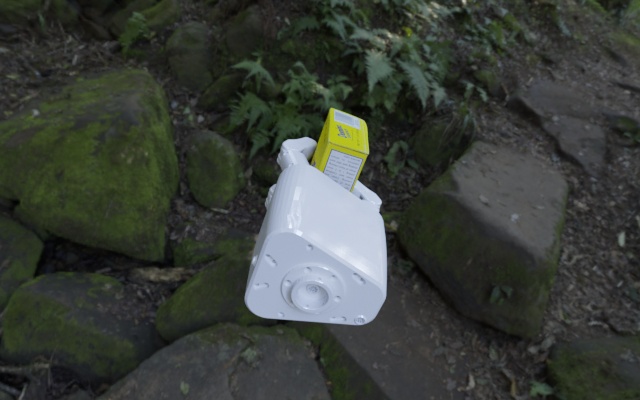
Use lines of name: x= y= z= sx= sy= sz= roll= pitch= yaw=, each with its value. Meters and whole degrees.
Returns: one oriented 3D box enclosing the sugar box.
sugar box: x=0.000 y=0.001 z=0.505 sx=0.048 sy=0.176 sz=0.093 roll=19 pitch=29 yaw=-7
